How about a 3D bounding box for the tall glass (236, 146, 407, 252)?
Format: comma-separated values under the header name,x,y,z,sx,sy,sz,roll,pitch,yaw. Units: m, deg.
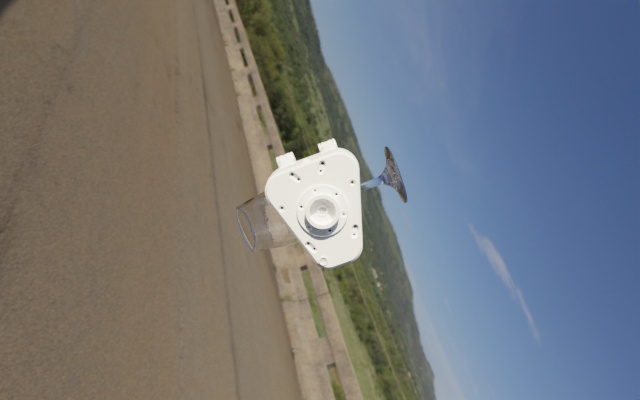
name,x,y,z,sx,sy,sz,roll,pitch,yaw
tall glass,0.001,0.002,0.592,0.201,0.079,0.079,-20,-1,2
